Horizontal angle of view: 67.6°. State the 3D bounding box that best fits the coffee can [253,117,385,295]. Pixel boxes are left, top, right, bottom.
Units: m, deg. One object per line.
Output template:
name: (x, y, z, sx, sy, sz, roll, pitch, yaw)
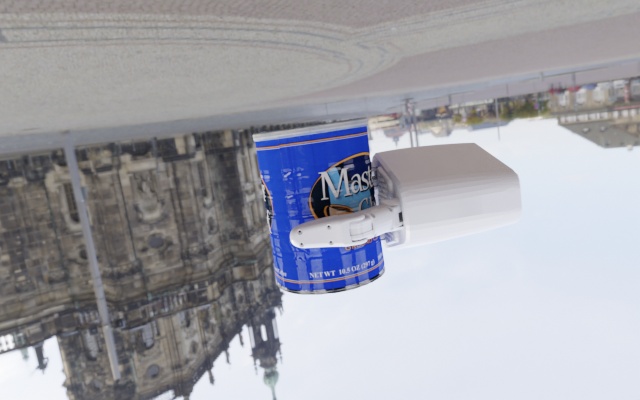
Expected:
coffee can: (0.000, 0.001, 0.436, 0.103, 0.140, 0.103, -8, 9, 1)
